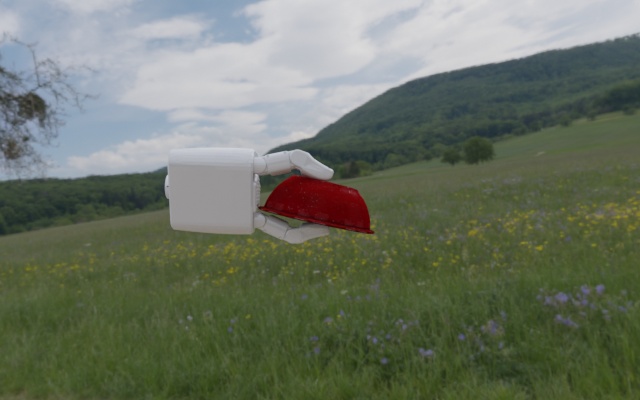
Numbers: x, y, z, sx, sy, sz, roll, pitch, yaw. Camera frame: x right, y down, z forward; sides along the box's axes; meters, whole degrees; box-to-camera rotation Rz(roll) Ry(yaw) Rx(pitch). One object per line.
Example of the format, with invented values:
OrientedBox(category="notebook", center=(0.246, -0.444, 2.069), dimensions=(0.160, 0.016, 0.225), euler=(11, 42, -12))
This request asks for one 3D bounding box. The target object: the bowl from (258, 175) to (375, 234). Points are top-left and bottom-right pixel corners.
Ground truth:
OrientedBox(category="bowl", center=(0.001, 0.002, 0.649), dimensions=(0.162, 0.055, 0.162), euler=(13, 0, 0))
